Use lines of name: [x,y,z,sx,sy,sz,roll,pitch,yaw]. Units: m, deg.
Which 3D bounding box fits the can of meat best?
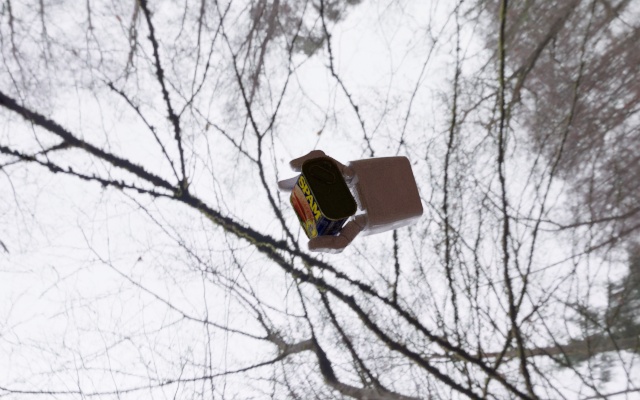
can of meat: [0.000,0.003,0.699,0.057,0.102,0.084,-14,-25,-27]
